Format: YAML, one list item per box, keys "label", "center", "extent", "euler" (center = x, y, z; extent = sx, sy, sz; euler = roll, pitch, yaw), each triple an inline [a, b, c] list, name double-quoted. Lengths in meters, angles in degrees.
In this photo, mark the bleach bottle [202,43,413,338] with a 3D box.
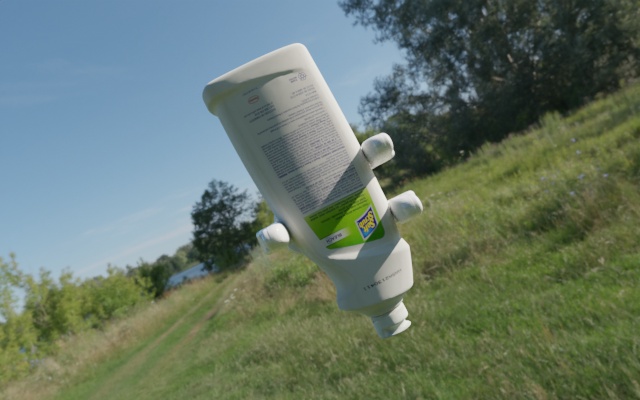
- label: "bleach bottle"
  center: [0.000, 0.001, 0.407]
  extent: [0.102, 0.251, 0.068]
  euler: [-26, -2, -3]
